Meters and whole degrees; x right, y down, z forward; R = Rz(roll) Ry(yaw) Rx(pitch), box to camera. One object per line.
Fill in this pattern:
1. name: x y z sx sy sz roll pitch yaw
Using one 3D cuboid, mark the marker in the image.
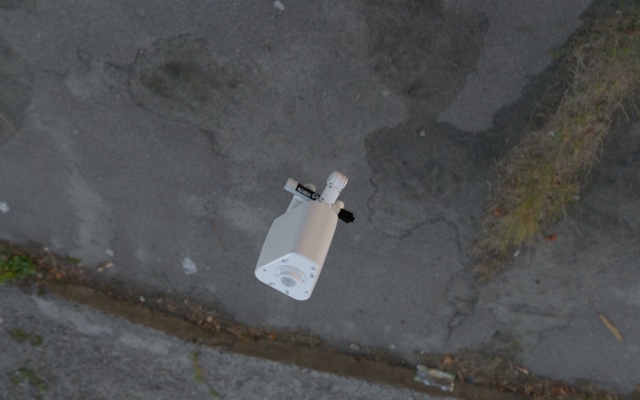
1. marker: 0.000 0.002 0.746 0.121 0.020 0.020 29 -6 -10
